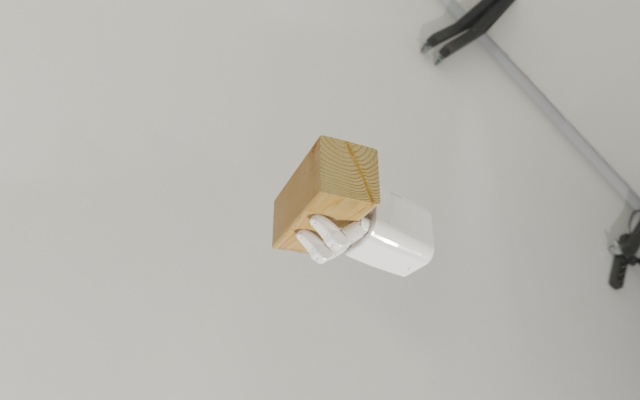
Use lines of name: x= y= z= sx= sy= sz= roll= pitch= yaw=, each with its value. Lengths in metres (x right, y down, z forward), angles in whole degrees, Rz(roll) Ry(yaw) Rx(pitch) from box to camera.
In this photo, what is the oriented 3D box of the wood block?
wood block: x=0.001 y=0.002 z=0.721 sx=0.090 sy=0.090 sz=0.206 roll=12 pitch=-30 yaw=-20
